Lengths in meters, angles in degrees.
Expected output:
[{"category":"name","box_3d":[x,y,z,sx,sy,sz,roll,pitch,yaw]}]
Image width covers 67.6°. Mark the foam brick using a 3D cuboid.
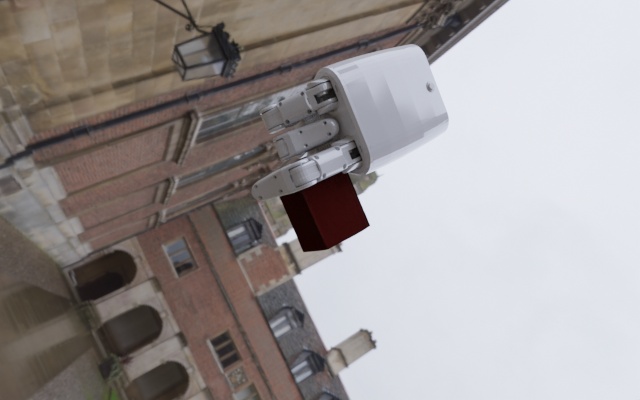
[{"category":"foam brick","box_3d":[0.000,0.002,0.437,0.051,0.078,0.053,-25,6,-27]}]
